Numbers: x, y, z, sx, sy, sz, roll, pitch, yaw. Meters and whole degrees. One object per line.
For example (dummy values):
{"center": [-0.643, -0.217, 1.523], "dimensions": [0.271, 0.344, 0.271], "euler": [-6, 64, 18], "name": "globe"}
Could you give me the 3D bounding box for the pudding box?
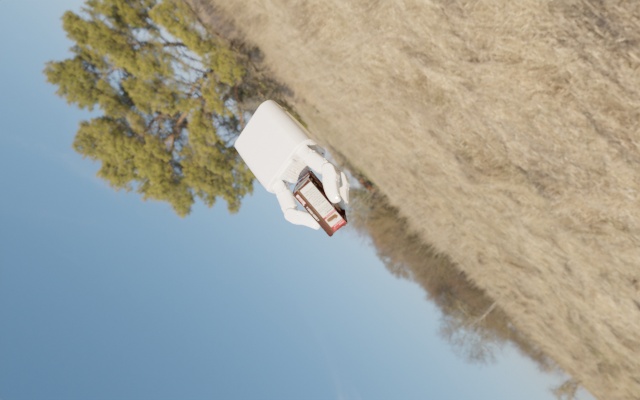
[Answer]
{"center": [0.000, 0.003, 0.751], "dimensions": [0.039, 0.090, 0.113], "euler": [-41, 7, 9], "name": "pudding box"}
